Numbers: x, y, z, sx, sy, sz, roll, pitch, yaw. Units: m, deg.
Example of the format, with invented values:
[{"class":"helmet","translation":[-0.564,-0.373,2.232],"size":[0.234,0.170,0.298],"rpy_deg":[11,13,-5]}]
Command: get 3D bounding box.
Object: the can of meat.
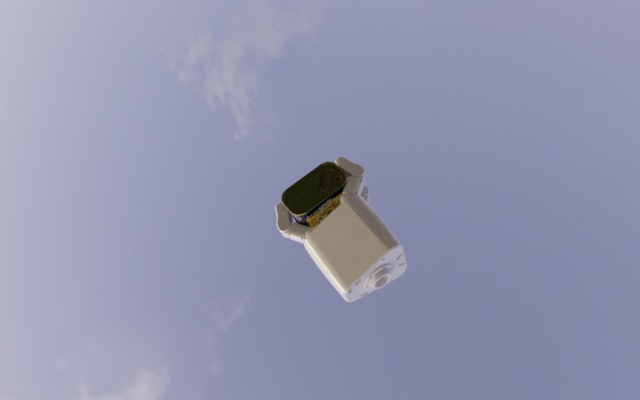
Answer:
[{"class":"can of meat","translation":[0.000,0.003,0.748],"size":[0.102,0.057,0.084],"rpy_deg":[-37,-35,-8]}]
